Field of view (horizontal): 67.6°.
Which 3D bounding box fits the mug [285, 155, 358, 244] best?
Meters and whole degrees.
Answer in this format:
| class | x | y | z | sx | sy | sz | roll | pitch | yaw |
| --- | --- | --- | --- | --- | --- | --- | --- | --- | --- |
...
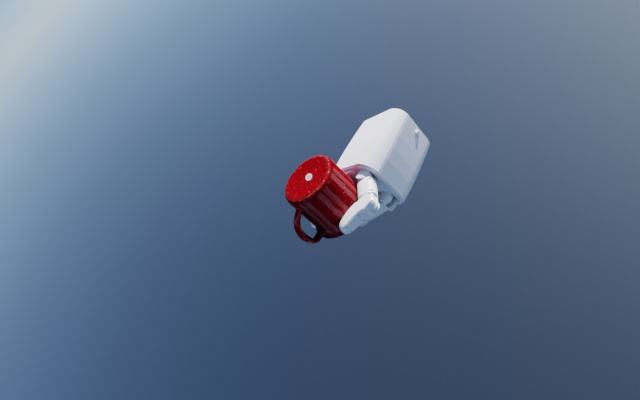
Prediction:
| class | x | y | z | sx | sy | sz | roll | pitch | yaw |
| --- | --- | --- | --- | --- | --- | --- | --- | --- | --- |
| mug | -0.001 | 0.003 | 0.652 | 0.093 | 0.117 | 0.081 | 6 | -30 | 50 |
